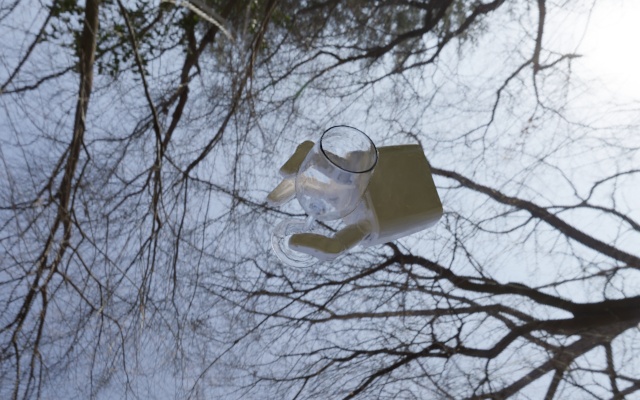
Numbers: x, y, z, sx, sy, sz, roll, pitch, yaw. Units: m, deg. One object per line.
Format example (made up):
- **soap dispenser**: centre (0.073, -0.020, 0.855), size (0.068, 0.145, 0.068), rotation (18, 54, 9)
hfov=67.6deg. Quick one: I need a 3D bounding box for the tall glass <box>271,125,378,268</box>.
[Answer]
- **tall glass**: centre (0.000, 0.002, 0.553), size (0.079, 0.079, 0.201), rotation (0, -33, -20)
